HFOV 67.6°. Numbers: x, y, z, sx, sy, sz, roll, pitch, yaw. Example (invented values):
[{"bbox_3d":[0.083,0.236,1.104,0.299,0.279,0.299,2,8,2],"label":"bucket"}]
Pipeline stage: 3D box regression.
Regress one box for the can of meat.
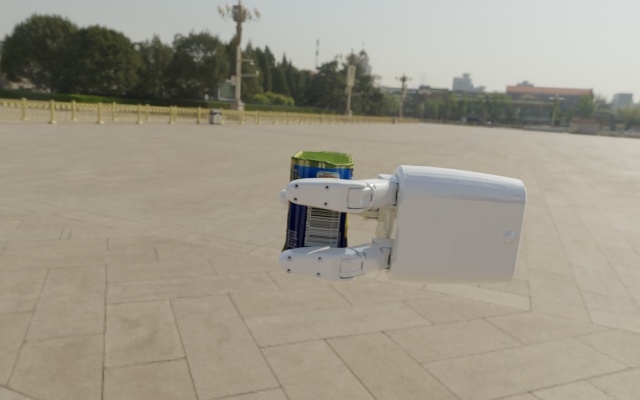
[{"bbox_3d":[0.000,0.001,0.423,0.057,0.084,0.102,5,11,1],"label":"can of meat"}]
